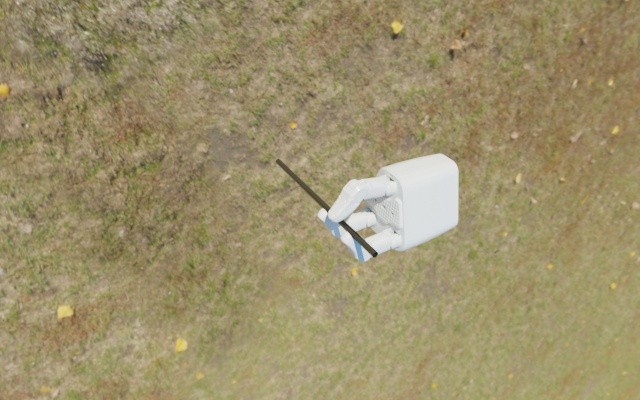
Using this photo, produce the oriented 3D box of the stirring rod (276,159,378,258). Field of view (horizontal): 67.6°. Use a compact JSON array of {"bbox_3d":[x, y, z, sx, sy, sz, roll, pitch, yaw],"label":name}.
[{"bbox_3d":[0.000,0.002,0.638,0.011,0.011,0.239,0,31,-38],"label":"stirring rod"}]
